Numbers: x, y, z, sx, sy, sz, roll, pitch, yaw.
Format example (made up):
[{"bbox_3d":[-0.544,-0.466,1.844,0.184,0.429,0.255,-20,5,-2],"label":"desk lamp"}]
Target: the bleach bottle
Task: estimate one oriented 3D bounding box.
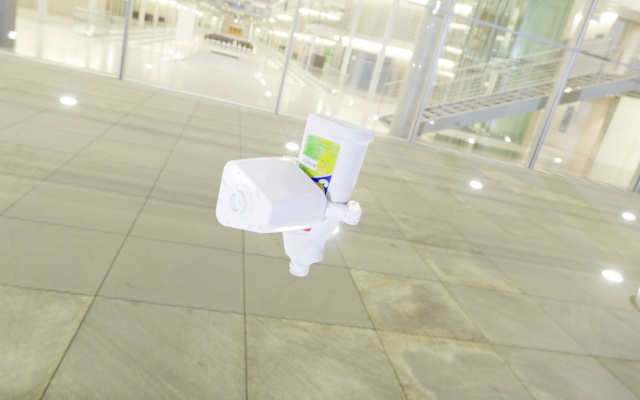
[{"bbox_3d":[0.000,0.002,0.726,0.102,0.251,0.068,27,21,35],"label":"bleach bottle"}]
